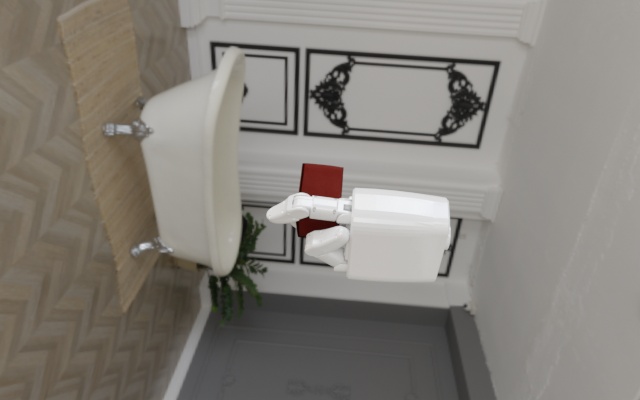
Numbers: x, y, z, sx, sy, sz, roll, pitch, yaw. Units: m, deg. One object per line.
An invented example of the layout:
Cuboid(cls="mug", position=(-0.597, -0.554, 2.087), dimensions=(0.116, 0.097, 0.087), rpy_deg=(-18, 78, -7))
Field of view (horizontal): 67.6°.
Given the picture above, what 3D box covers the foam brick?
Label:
Cuboid(cls="foam brick", position=(0.000, 0.002, 0.580), dimensions=(0.051, 0.078, 0.053), rpy_deg=(4, -31, 3))
